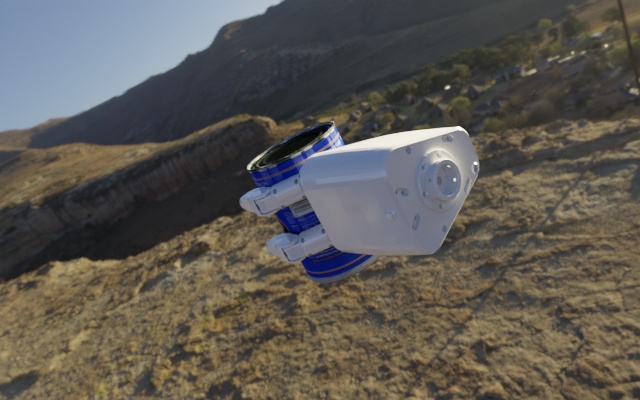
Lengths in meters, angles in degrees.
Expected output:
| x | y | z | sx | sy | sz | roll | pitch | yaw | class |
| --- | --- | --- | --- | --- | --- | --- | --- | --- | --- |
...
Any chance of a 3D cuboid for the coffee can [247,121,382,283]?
| x | y | z | sx | sy | sz | roll | pitch | yaw | class |
| --- | --- | --- | --- | --- | --- | --- | --- | --- | --- |
| 0.000 | 0.002 | 0.511 | 0.103 | 0.140 | 0.102 | -26 | 17 | 9 | coffee can |
